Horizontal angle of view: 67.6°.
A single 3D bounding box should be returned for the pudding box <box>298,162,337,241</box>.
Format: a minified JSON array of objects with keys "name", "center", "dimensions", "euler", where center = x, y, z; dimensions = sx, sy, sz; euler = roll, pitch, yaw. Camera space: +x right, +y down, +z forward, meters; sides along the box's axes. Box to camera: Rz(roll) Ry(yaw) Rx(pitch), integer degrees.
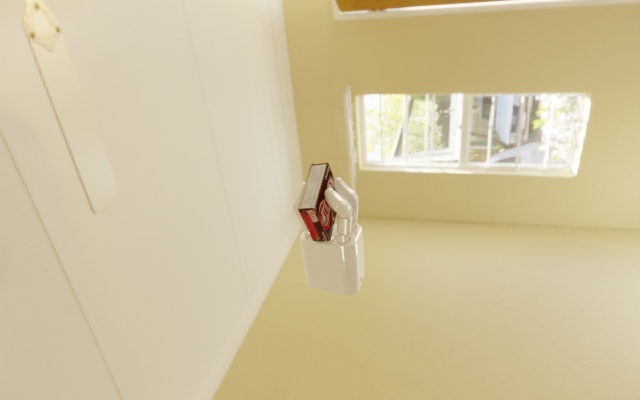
[{"name":"pudding box","center":[0.000,0.003,0.851],"dimensions":[0.039,0.113,0.090],"euler":[-3,-42,18]}]
